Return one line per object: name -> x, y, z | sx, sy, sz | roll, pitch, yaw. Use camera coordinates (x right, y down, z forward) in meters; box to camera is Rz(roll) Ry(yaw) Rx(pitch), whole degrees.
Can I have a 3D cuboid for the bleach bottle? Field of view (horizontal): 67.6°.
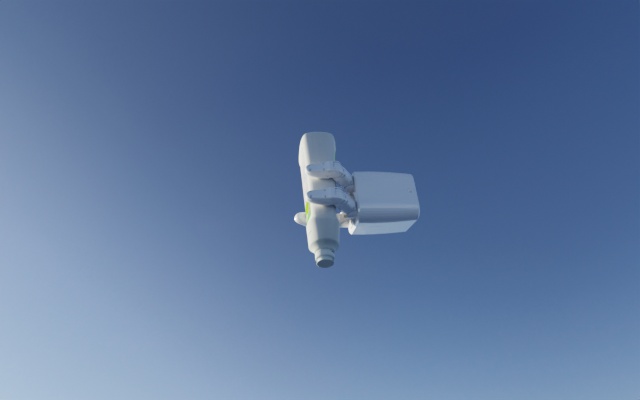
bleach bottle -> 0.000, 0.003, 0.830 | 0.068, 0.250, 0.103 | -1, -35, -5
